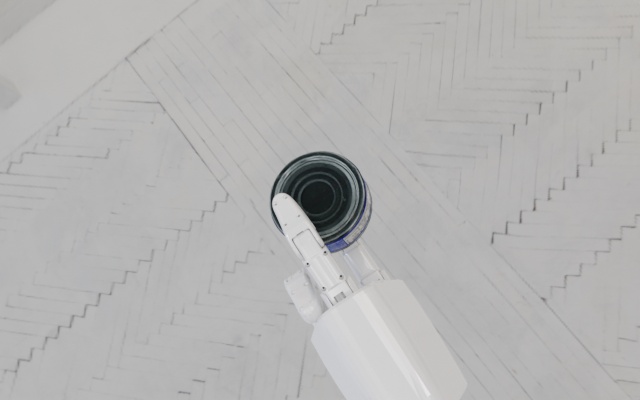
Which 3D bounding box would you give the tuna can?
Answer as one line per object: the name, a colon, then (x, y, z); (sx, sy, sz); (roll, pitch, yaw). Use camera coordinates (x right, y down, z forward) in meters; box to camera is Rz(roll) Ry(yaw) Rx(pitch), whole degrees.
tuna can: (0.000, 0.001, 0.413); (0.086, 0.086, 0.034); (0, -17, 15)
